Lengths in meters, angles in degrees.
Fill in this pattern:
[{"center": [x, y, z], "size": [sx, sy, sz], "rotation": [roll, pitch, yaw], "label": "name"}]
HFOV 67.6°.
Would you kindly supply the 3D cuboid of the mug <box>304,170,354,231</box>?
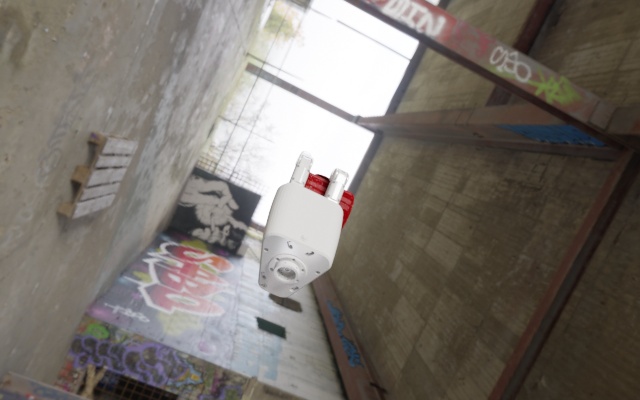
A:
[{"center": [0.000, 0.002, 0.736], "size": [0.081, 0.093, 0.117], "rotation": [26, 37, -9], "label": "mug"}]
